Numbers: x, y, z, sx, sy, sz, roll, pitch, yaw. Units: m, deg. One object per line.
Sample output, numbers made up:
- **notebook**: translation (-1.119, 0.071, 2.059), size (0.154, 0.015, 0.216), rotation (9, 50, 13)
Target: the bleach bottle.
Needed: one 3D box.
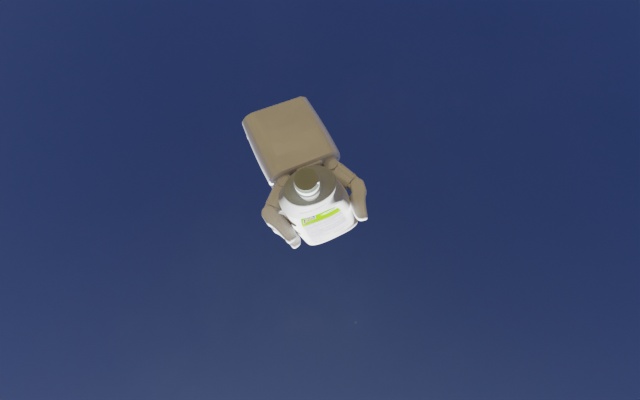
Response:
- **bleach bottle**: translation (0.000, 0.002, 0.664), size (0.102, 0.068, 0.251), rotation (-27, -14, -3)
